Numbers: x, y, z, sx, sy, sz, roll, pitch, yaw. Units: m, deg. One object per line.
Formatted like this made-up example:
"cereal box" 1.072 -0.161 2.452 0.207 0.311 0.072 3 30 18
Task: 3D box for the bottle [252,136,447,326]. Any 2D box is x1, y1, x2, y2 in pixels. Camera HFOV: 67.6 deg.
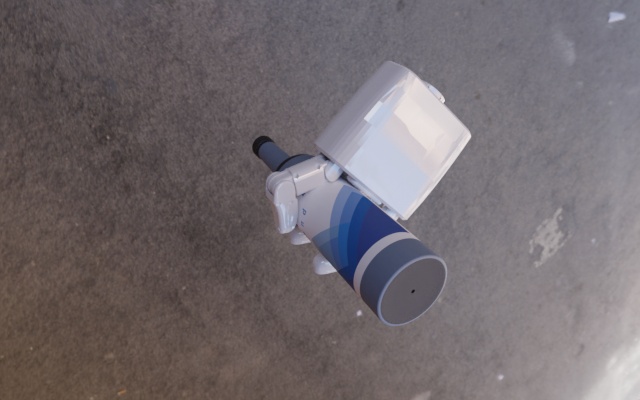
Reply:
"bottle" 0.000 0.002 0.472 0.069 0.069 0.295 0 28 -33
